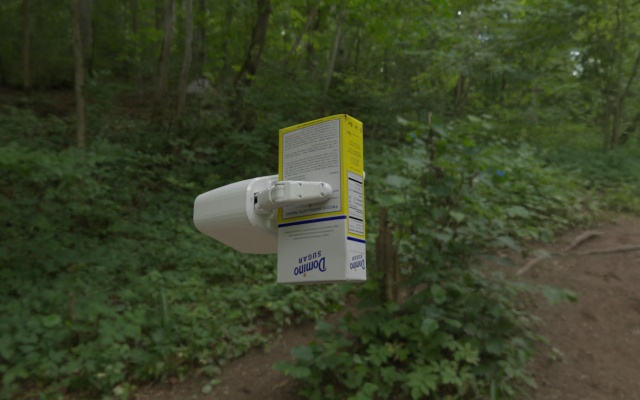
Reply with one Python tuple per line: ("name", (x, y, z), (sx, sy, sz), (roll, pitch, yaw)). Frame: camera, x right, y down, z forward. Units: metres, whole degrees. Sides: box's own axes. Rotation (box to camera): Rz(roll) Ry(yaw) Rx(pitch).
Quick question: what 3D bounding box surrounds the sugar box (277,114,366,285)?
("sugar box", (0.000, 0.002, 0.520), (0.093, 0.176, 0.048), (-8, -13, 35))
